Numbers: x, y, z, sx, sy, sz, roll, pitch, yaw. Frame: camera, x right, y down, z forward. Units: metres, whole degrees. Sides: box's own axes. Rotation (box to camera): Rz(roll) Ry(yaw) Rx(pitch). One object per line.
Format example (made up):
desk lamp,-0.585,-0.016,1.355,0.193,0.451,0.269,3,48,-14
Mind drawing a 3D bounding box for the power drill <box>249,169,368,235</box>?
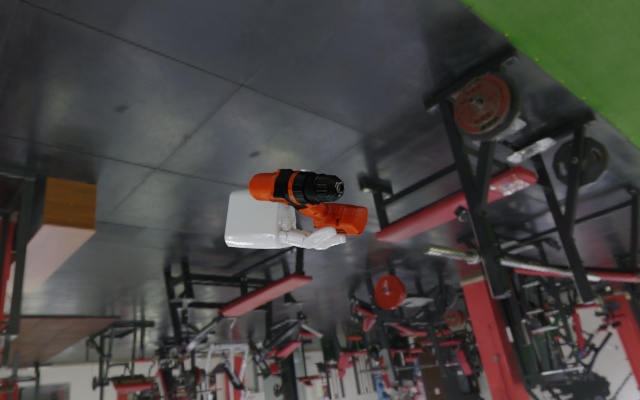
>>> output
power drill,0.000,0.003,0.792,0.184,0.057,0.188,5,-19,40
